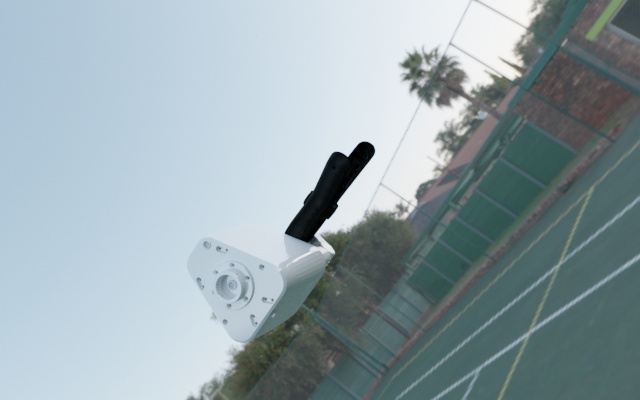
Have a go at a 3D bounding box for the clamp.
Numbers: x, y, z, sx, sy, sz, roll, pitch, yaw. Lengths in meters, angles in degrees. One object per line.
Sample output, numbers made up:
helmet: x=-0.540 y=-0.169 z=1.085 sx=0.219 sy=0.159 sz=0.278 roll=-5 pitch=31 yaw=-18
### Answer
clamp: x=0.000 y=0.002 z=0.560 sx=0.039 sy=0.171 sz=0.120 roll=37 pitch=14 yaw=16
